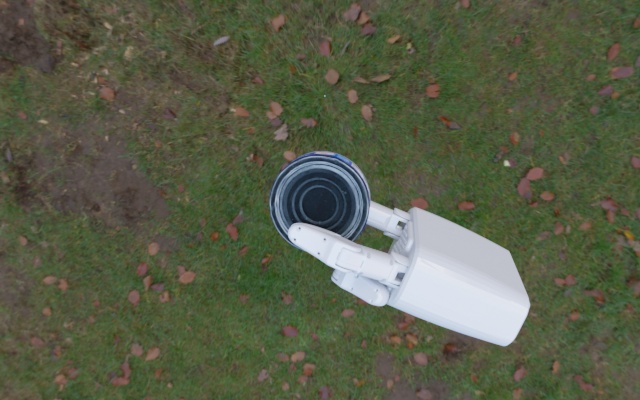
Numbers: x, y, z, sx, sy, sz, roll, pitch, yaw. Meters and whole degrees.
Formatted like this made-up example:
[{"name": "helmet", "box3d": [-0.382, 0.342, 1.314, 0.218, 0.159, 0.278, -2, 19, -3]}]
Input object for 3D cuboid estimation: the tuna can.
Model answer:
[{"name": "tuna can", "box3d": [0.000, 0.001, 0.409, 0.086, 0.086, 0.033, 0, 10, 6]}]
